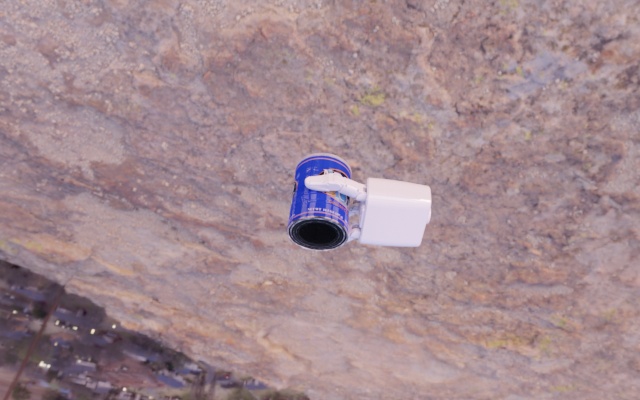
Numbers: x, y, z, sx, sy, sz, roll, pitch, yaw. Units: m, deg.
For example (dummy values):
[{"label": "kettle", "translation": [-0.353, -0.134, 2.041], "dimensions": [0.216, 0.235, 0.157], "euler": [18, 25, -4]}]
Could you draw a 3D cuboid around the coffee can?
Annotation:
[{"label": "coffee can", "translation": [0.000, 0.003, 0.827], "dimensions": [0.103, 0.140, 0.103], "euler": [3, -38, 3]}]
